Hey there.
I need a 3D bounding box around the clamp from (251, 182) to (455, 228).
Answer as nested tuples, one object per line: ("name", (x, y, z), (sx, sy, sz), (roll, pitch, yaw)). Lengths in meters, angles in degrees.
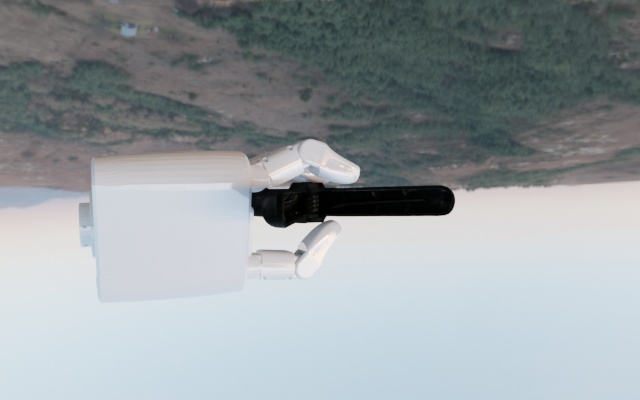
("clamp", (0.000, 0.002, 0.425), (0.164, 0.036, 0.210), (-1, 2, -24))
